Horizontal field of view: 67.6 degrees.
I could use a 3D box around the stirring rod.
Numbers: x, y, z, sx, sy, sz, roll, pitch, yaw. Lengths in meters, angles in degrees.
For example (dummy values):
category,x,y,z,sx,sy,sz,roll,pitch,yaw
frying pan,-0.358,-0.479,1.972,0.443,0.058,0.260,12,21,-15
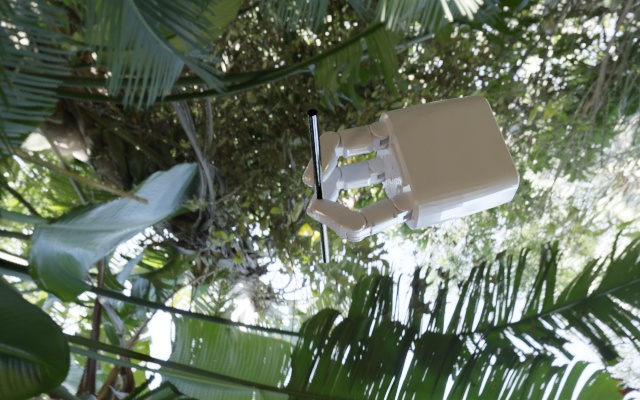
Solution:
category,x,y,z,sx,sy,sz,roll,pitch,yaw
stirring rod,0.000,0.001,0.464,0.011,0.011,0.240,0,-35,4
